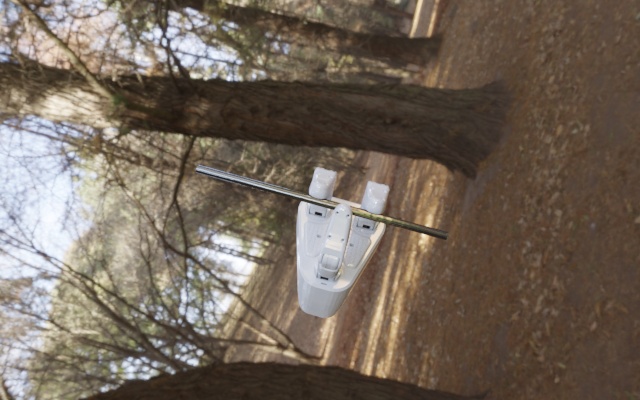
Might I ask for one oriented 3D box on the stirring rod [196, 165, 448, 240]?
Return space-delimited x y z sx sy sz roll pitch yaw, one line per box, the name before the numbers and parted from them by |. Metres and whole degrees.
stirring rod | 0.000 0.002 0.444 0.239 0.011 0.011 15 1 3
